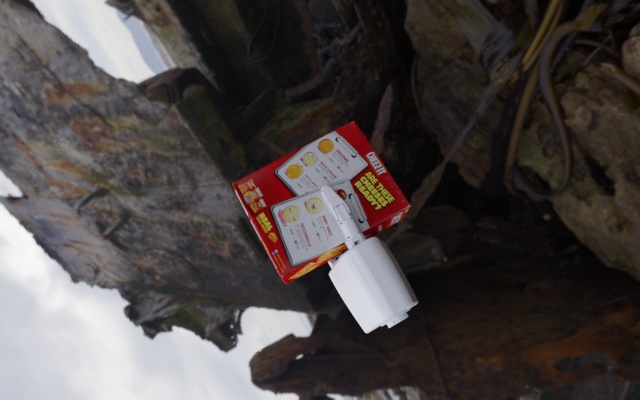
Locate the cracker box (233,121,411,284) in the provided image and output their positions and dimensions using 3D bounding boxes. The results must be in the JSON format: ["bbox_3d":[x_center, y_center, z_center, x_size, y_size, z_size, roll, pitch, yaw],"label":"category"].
[{"bbox_3d":[0.000,0.002,0.728,0.213,0.164,0.072,-28,-17,-9],"label":"cracker box"}]
